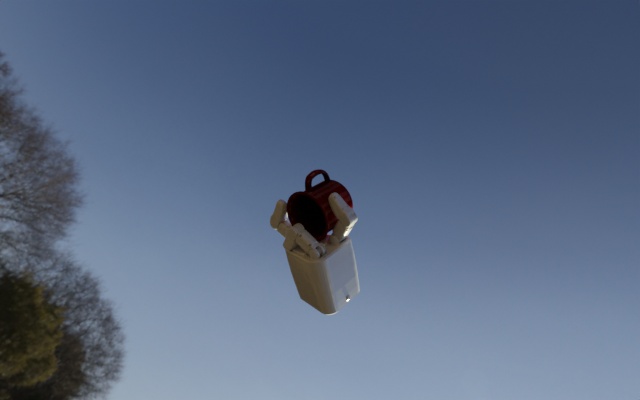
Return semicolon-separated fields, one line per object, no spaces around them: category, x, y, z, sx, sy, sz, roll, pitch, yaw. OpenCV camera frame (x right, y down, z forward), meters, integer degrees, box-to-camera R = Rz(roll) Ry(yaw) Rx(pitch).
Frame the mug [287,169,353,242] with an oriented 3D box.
mug;0.000;0.001;0.824;0.093;0.117;0.081;8;27;40
